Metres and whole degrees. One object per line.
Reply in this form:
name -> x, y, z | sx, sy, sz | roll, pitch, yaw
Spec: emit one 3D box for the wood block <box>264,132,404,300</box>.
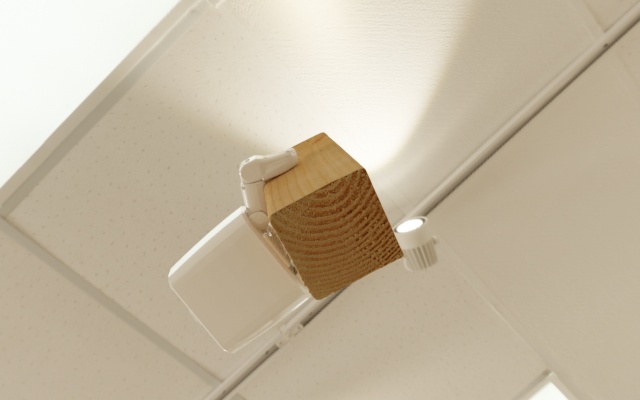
wood block -> 0.000, 0.001, 0.491 | 0.090, 0.091, 0.206 | -27, 19, -1
